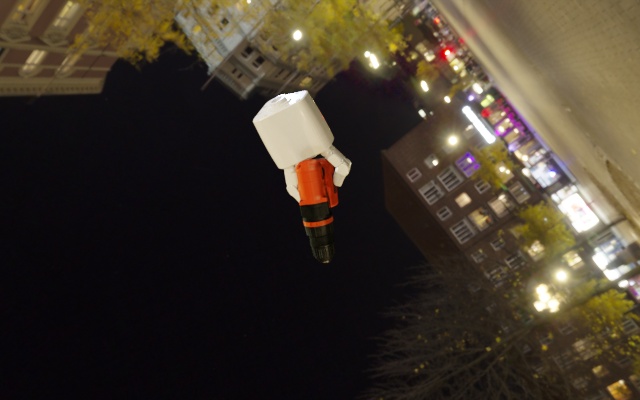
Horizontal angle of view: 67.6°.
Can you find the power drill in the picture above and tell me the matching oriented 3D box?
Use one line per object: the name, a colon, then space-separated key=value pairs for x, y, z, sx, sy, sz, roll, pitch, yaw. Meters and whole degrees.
power drill: x=0.000 y=0.003 z=0.892 sx=0.057 sy=0.184 sz=0.187 roll=-7 pitch=14 yaw=5
